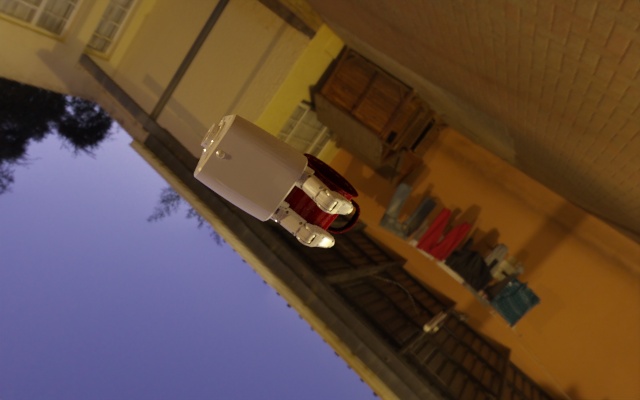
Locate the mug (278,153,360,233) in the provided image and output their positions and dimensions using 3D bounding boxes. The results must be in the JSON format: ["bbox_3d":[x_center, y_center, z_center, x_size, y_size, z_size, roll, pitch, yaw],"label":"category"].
[{"bbox_3d":[0.001,0.003,0.654,0.117,0.081,0.093,34,14,-19],"label":"mug"}]
